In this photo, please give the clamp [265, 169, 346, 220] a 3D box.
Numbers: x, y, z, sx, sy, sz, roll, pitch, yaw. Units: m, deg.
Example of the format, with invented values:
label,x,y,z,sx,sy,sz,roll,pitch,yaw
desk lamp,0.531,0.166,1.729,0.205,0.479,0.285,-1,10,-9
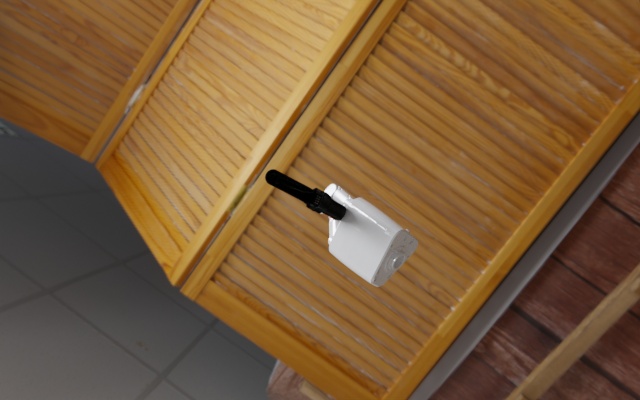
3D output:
label,x,y,z,sx,sy,sz,roll,pitch,yaw
clamp,0.000,0.003,0.764,0.120,0.039,0.171,32,4,38
